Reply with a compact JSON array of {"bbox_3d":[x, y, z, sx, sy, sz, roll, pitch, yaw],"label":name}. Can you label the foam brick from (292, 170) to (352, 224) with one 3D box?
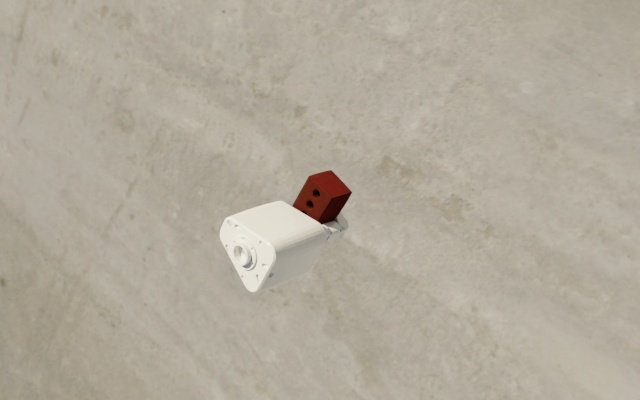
[{"bbox_3d":[0.000,0.002,0.722,0.051,0.078,0.053,-15,54,-48],"label":"foam brick"}]
